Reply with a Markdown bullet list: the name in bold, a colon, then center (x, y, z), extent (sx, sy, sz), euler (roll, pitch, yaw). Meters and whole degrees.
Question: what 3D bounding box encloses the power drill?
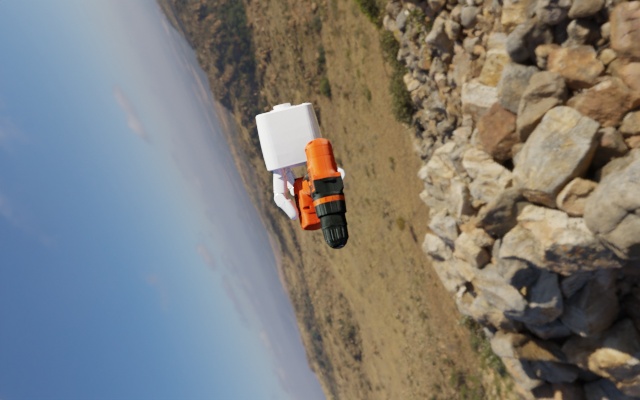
- **power drill**: center (0.000, 0.003, 0.845), extent (0.057, 0.184, 0.188), euler (-7, -11, -14)
